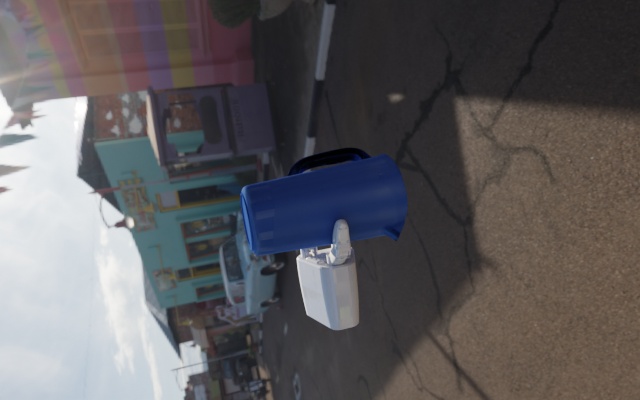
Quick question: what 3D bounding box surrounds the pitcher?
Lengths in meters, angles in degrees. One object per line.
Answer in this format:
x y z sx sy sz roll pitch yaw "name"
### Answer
0.000 0.003 0.754 0.243 0.145 0.149 -10 12 -14 "pitcher"
